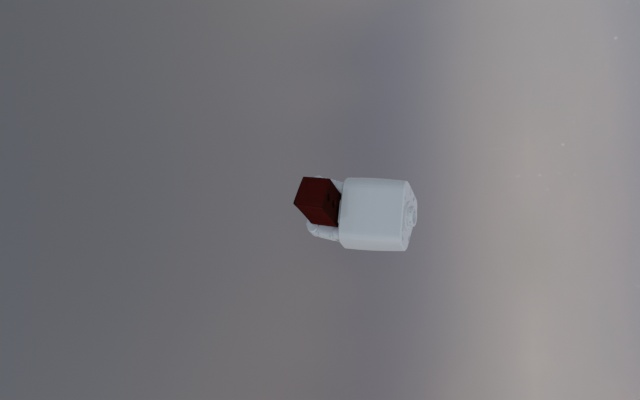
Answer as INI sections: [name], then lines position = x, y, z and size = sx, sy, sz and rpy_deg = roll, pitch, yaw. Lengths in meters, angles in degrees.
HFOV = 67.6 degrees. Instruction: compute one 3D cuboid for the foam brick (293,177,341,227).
[foam brick]
position = 0.000, 0.003, 0.782
size = 0.051, 0.053, 0.078
rpy_deg = 6, -24, 27
